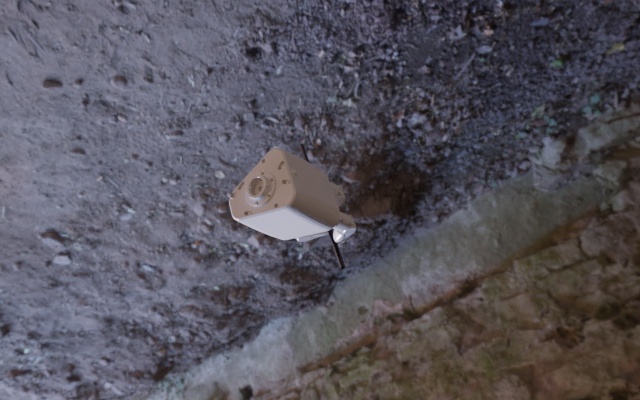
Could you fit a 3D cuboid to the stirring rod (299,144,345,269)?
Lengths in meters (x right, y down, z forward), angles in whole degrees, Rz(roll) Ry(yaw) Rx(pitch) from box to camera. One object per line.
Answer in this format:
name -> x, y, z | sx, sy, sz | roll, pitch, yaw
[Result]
stirring rod -> 0.000, 0.003, 0.785 | 0.011, 0.239, 0.011 | -14, -29, -8
